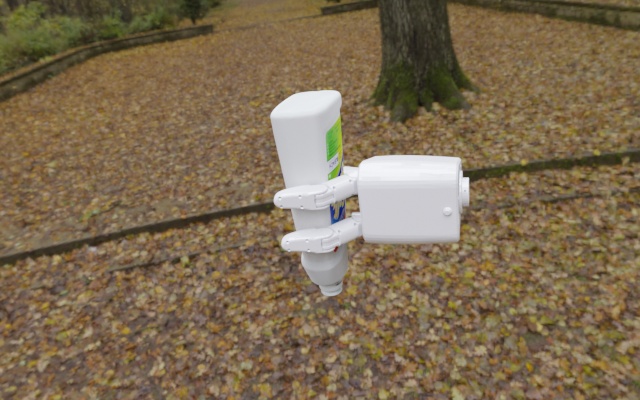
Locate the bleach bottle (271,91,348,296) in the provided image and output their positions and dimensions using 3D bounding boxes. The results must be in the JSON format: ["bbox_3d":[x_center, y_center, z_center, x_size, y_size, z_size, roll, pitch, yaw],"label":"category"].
[{"bbox_3d":[0.000,0.002,0.585,0.068,0.251,0.102,0,27,19],"label":"bleach bottle"}]
